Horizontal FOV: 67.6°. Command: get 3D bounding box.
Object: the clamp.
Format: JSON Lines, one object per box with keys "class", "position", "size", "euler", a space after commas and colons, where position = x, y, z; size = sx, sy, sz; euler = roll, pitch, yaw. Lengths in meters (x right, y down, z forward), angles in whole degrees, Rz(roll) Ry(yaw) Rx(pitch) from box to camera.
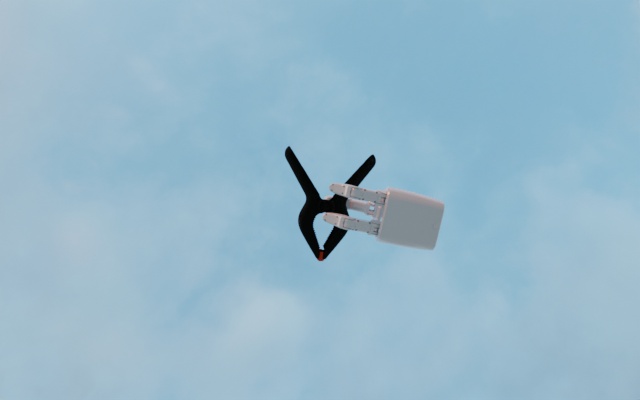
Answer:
{"class": "clamp", "position": [0.000, 0.003, 0.869], "size": [0.164, 0.210, 0.036], "euler": [12, 5, -3]}
